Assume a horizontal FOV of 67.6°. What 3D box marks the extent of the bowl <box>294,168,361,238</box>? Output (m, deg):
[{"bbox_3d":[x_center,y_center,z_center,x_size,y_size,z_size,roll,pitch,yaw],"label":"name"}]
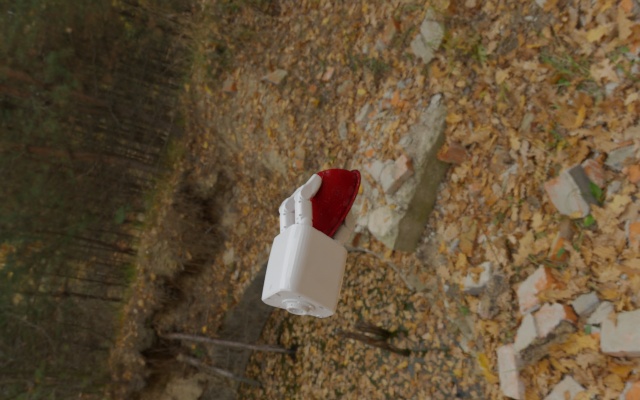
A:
[{"bbox_3d":[0.000,0.002,0.816,0.055,0.162,0.162,32,-9,-15],"label":"bowl"}]
